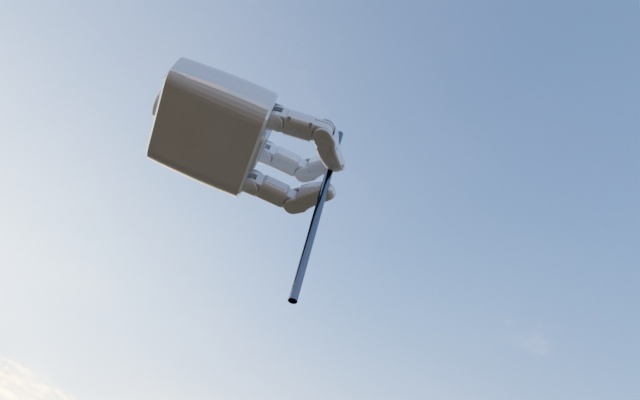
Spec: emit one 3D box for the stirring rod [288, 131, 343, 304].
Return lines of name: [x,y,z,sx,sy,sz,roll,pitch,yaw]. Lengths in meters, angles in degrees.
stirring rod: [0.000,0.002,0.471,0.011,0.011,0.239,0,41,15]
